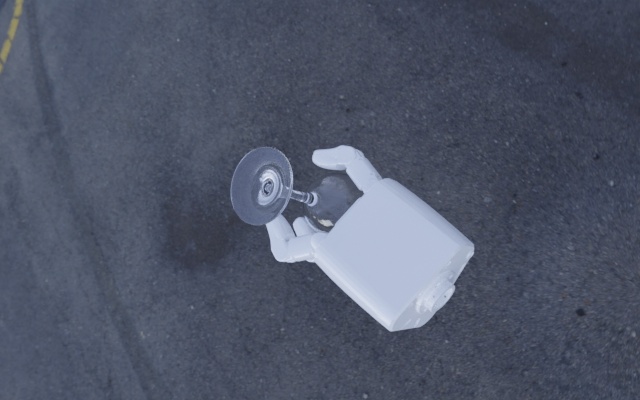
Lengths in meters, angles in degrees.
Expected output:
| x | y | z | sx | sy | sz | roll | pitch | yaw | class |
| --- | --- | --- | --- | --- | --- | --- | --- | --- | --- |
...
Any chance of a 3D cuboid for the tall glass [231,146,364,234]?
| x | y | z | sx | sy | sz | roll | pitch | yaw | class |
| --- | --- | --- | --- | --- | --- | --- | --- | --- | --- |
| 0.000 | 0.001 | 0.520 | 0.079 | 0.079 | 0.201 | 0 | -9 | 34 | tall glass |
